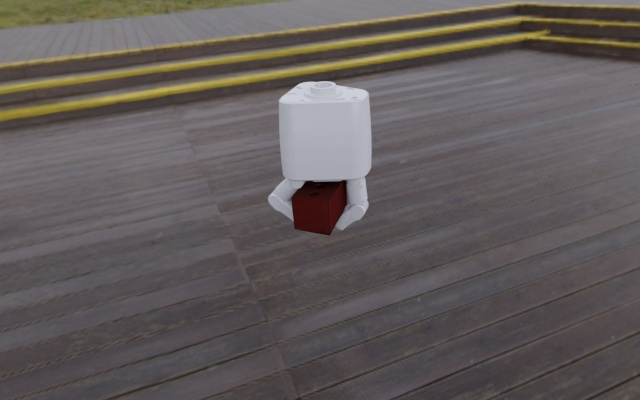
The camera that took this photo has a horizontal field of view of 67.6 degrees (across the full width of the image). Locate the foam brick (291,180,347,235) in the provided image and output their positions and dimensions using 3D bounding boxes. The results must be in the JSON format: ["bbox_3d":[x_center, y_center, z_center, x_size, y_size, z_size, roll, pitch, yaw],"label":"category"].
[{"bbox_3d":[0.000,0.002,0.644,0.053,0.051,0.078,7,31,18],"label":"foam brick"}]
